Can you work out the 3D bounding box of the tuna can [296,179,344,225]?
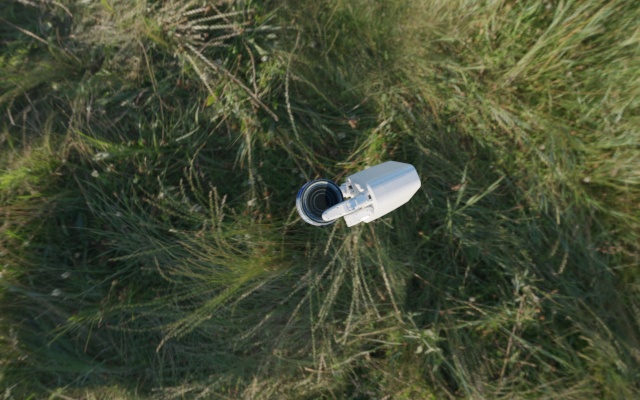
[{"bbox_3d":[0.000,0.003,0.879,0.086,0.086,0.034,0,-2,-14],"label":"tuna can"}]
